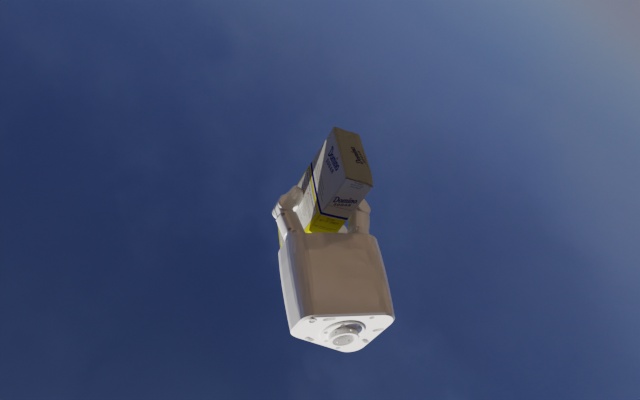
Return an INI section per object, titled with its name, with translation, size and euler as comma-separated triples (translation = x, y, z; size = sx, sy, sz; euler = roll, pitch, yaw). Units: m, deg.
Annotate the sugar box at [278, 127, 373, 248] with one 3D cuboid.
[sugar box]
translation = 0.001, 0.002, 0.616
size = 0.048, 0.093, 0.176
euler = 15, -47, -27
